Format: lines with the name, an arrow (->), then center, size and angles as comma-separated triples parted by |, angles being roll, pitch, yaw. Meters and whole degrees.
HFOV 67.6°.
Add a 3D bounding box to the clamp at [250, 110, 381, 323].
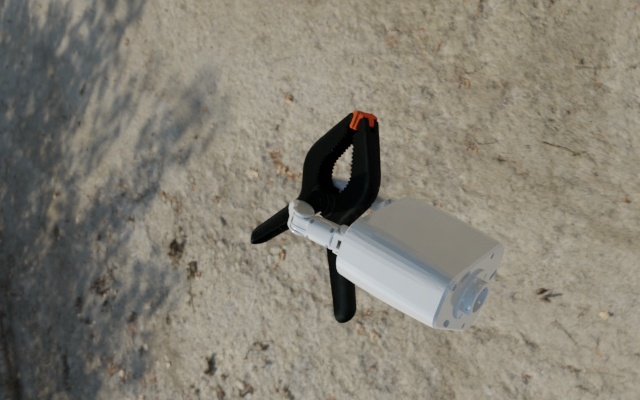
clamp -> 0.000, 0.001, 0.512 | 0.164, 0.210, 0.036 | 28, 18, 35
